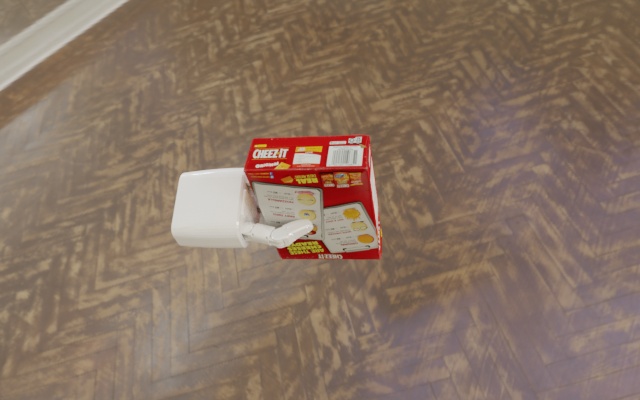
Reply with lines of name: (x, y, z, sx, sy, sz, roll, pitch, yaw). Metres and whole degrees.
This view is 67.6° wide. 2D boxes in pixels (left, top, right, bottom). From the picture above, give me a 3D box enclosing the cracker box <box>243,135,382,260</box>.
cracker box: (0.000, 0.002, 0.696, 0.164, 0.072, 0.214, -1, -39, 12)
